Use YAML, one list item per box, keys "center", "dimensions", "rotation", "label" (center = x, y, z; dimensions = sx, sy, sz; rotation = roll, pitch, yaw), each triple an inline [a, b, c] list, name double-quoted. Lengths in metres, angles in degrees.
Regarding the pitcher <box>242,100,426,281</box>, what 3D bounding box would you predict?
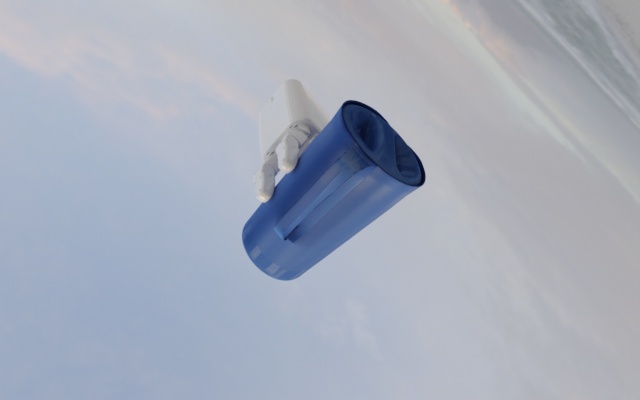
- center: [0.000, 0.002, 0.607]
  dimensions: [0.149, 0.145, 0.243]
  rotation: [22, -52, -34]
  label: "pitcher"
